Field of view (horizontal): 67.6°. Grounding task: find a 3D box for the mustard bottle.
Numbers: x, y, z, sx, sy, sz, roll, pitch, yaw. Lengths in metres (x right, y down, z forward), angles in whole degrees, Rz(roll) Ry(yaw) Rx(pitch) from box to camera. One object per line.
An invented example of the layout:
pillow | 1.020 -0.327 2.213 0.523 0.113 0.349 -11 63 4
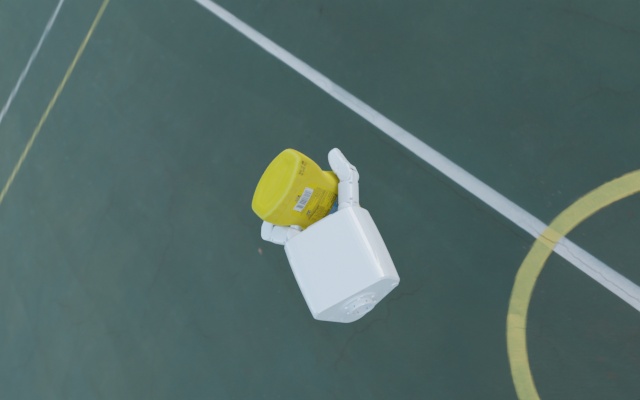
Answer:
mustard bottle | 0.000 0.002 0.664 0.058 0.096 0.192 37 9 40
